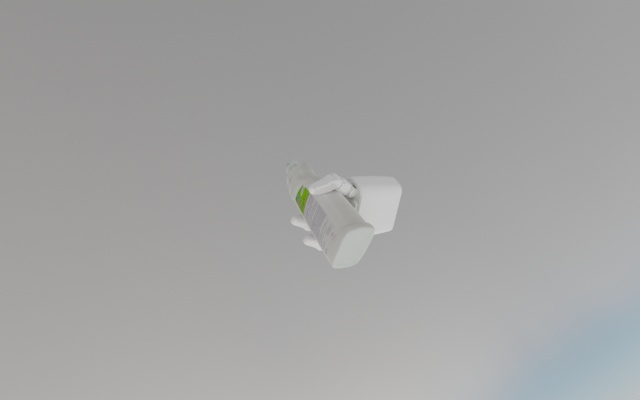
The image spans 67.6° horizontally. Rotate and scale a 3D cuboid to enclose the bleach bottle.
[{"bbox_3d":[0.000,0.003,0.886,0.068,0.103,0.250,-5,43,-32],"label":"bleach bottle"}]
